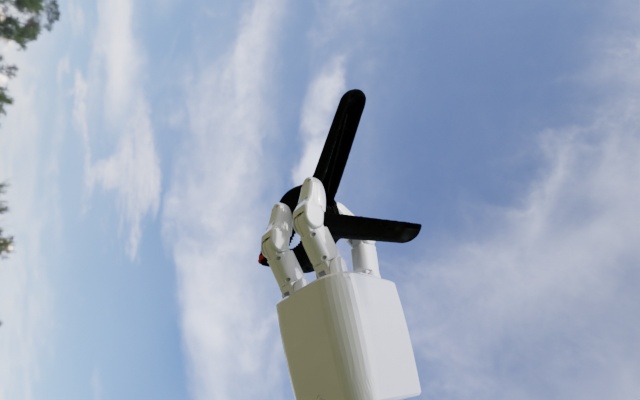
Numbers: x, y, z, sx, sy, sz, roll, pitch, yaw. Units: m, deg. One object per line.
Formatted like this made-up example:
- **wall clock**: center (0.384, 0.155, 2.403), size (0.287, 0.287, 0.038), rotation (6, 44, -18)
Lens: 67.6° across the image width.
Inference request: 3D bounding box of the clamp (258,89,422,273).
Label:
- **clamp**: center (0.000, 0.002, 0.481), size (0.036, 0.164, 0.210), rotation (11, -34, -38)
